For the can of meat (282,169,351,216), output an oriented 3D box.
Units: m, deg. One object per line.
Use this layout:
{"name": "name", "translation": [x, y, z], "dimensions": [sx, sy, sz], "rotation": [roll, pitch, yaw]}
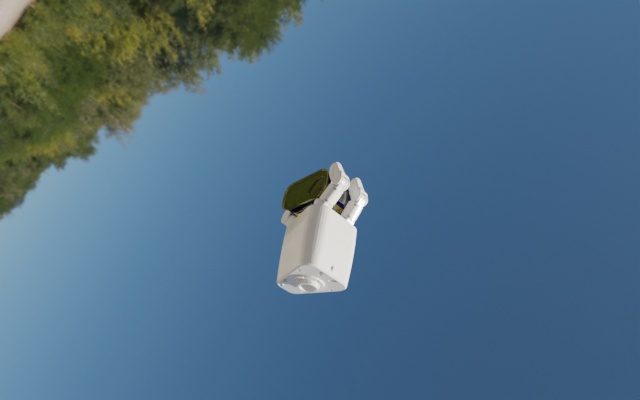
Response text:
{"name": "can of meat", "translation": [0.000, 0.003, 0.815], "dimensions": [0.102, 0.057, 0.084], "rotation": [-24, -48, 36]}
